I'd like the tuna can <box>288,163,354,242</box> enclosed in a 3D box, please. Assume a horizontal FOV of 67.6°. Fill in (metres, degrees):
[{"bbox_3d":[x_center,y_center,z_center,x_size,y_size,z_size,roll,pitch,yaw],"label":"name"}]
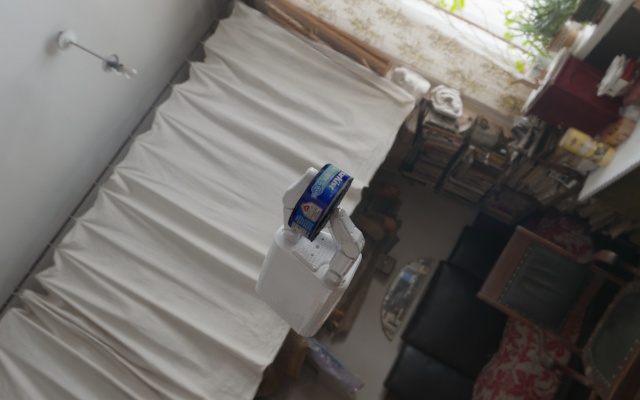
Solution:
[{"bbox_3d":[0.000,0.001,0.530,0.034,0.086,0.086,33,4,6],"label":"tuna can"}]
